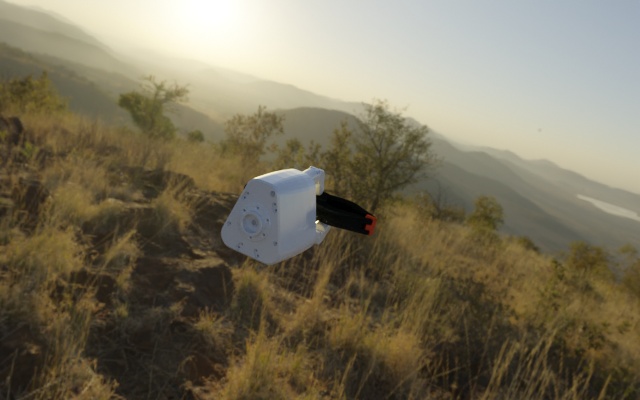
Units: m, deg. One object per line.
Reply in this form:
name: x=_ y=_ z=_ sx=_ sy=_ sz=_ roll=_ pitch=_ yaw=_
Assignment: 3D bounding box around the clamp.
clamp: x=0.001 y=0.002 z=0.794 sx=0.210 sy=0.036 sz=0.164 roll=21 pitch=19 yaw=19
